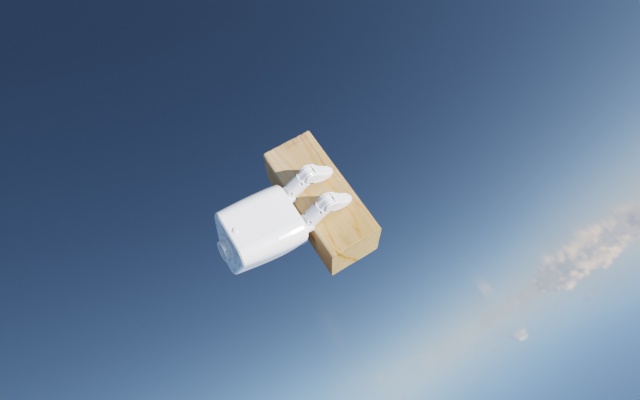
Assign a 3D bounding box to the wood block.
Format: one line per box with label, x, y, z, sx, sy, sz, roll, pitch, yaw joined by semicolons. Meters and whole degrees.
wood block;0.000;0.003;0.770;0.090;0.206;0.091;-30;-23;-12
